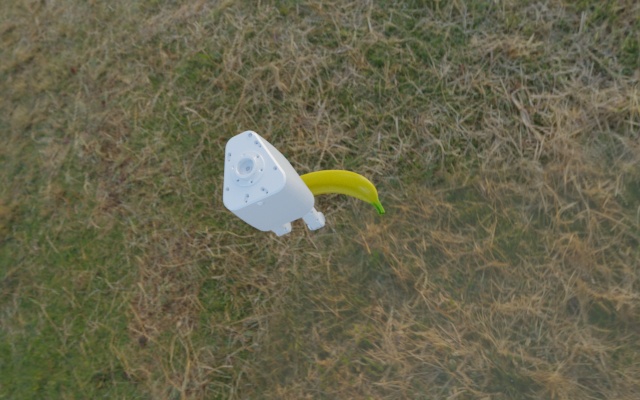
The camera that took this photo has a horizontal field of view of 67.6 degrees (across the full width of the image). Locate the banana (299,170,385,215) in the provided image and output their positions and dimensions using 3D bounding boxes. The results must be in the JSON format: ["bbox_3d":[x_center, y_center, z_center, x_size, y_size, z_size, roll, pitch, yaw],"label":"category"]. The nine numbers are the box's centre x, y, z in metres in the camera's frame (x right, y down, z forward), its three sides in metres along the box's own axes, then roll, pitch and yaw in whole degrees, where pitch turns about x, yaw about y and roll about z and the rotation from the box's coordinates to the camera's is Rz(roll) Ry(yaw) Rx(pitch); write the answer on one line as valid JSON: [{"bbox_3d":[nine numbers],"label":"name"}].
[{"bbox_3d":[0.005,-0.015,0.769,0.198,0.069,0.037,2,-14,16],"label":"banana"}]
